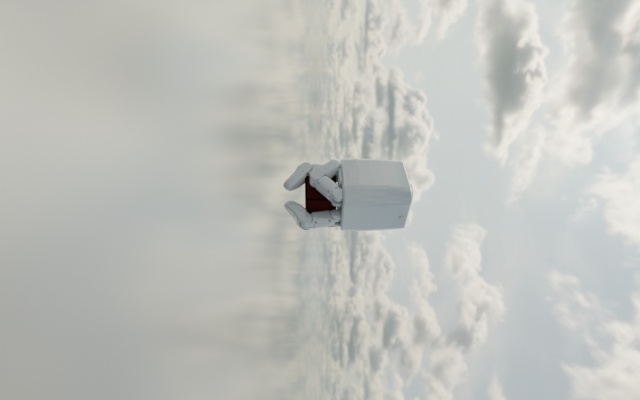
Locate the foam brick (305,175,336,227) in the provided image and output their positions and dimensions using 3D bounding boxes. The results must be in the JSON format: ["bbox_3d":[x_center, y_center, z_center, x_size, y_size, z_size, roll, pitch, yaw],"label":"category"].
[{"bbox_3d":[0.000,0.003,0.793,0.051,0.053,0.078,0,-37,-2],"label":"foam brick"}]
